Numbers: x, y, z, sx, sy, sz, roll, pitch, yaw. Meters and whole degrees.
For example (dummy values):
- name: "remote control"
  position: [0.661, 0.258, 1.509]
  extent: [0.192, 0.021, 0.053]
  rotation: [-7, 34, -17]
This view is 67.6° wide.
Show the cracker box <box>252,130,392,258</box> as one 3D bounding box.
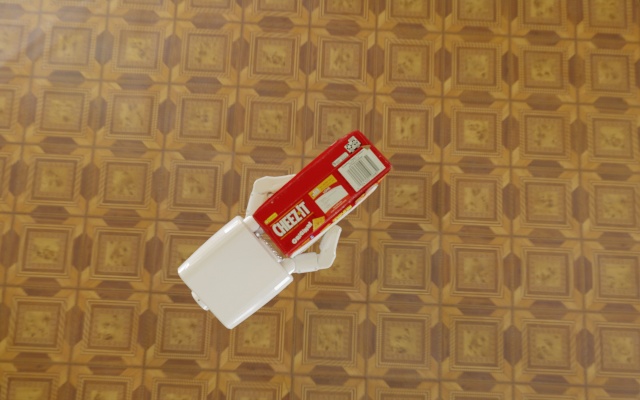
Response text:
- name: "cracker box"
  position: [0.000, 0.002, 0.650]
  extent: [0.164, 0.072, 0.214]
  rotation: [-40, -5, -5]
